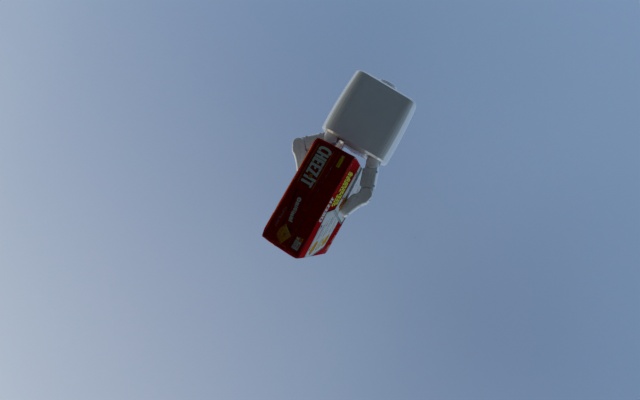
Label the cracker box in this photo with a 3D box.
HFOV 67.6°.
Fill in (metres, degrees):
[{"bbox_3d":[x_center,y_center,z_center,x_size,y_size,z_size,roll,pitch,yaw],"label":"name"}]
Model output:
[{"bbox_3d":[0.000,0.003,0.761,0.072,0.164,0.214,29,2,12],"label":"cracker box"}]
